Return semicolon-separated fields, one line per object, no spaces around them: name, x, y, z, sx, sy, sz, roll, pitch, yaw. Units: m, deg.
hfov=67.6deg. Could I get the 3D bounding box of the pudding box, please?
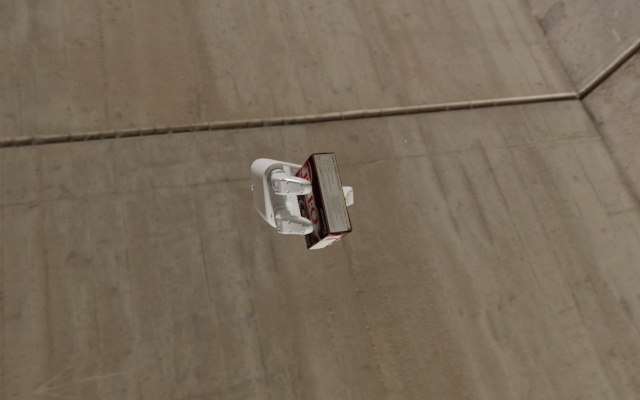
pudding box;0.000;0.002;0.647;0.039;0.113;0.090;-9;-14;-21
